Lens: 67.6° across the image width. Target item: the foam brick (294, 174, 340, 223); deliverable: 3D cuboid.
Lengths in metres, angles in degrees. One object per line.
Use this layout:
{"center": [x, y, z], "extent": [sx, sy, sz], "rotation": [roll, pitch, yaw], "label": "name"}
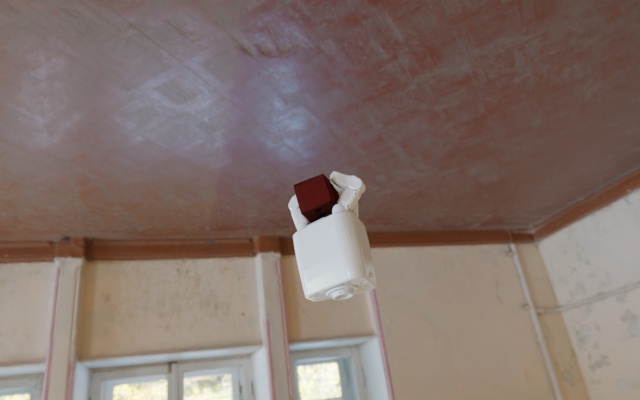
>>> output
{"center": [0.000, 0.002, 0.757], "extent": [0.053, 0.051, 0.078], "rotation": [-22, -28, 13], "label": "foam brick"}
